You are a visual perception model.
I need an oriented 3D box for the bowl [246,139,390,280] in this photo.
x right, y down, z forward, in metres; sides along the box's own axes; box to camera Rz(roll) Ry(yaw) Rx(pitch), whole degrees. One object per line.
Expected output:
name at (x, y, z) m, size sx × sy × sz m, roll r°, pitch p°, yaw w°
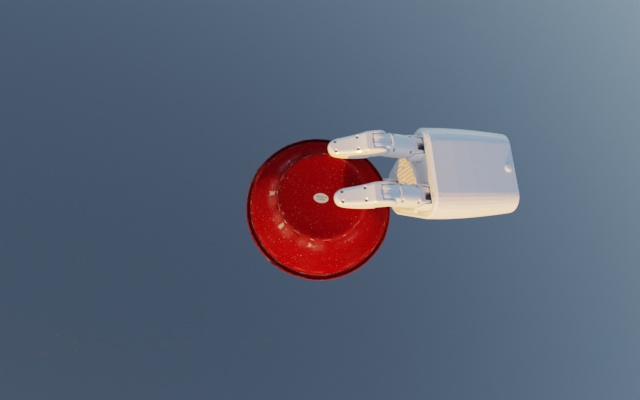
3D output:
bowl at (-0.001, 0.002, 0.508) m, size 0.162 × 0.162 × 0.055 m, roll 0°, pitch -13°, yaw -4°
